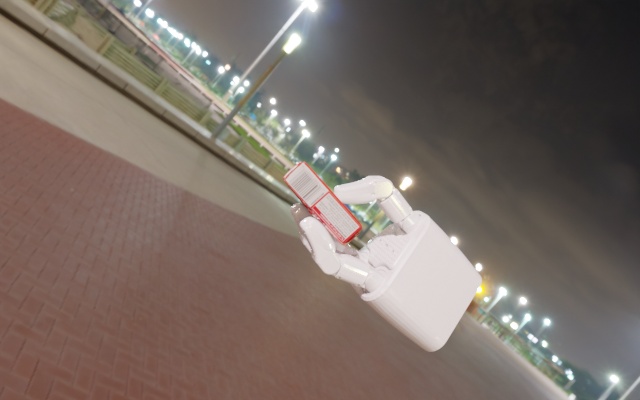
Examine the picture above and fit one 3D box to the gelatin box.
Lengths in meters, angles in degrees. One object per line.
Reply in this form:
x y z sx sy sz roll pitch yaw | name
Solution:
0.000 0.001 0.490 0.030 0.089 0.073 -42 7 -1 | gelatin box
